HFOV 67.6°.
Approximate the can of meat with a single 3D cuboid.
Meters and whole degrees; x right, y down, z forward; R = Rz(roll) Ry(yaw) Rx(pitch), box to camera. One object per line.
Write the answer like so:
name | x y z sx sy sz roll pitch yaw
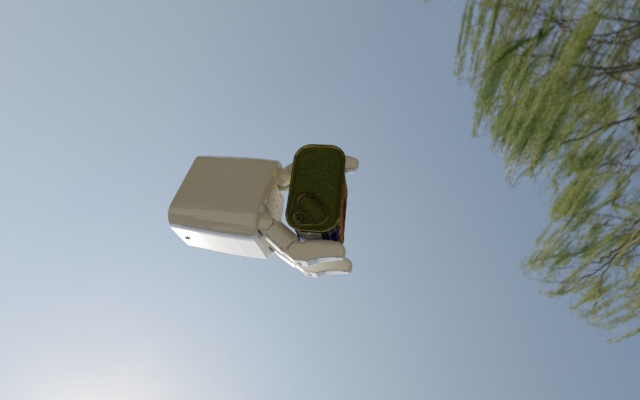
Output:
can of meat | 0.000 0.002 0.538 0.057 0.102 0.084 3 -24 9
